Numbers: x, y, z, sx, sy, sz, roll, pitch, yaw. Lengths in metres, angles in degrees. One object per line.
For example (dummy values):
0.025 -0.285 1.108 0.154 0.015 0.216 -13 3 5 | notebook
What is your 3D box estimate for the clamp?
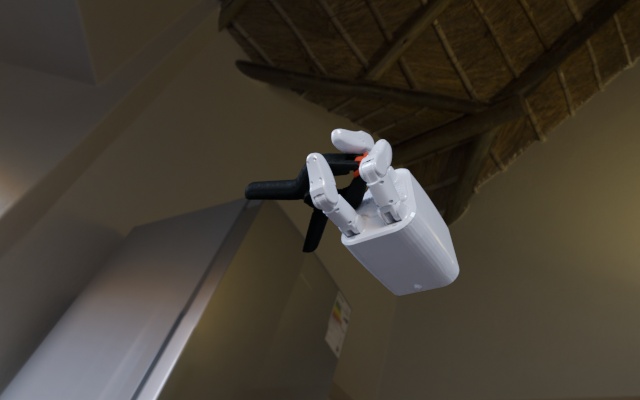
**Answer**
0.000 0.001 0.575 0.171 0.039 0.120 -21 -58 37 | clamp
